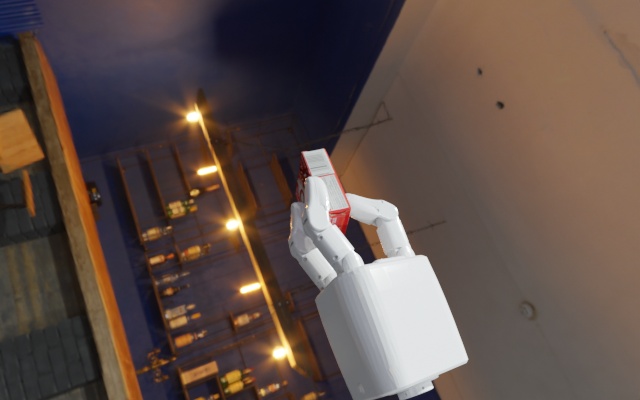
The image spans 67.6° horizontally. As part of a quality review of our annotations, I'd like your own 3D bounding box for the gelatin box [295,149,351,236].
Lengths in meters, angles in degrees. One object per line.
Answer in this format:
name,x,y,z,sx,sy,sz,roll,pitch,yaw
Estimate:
gelatin box,0.000,0.001,0.512,0.030,0.089,0.073,-10,-36,-17
